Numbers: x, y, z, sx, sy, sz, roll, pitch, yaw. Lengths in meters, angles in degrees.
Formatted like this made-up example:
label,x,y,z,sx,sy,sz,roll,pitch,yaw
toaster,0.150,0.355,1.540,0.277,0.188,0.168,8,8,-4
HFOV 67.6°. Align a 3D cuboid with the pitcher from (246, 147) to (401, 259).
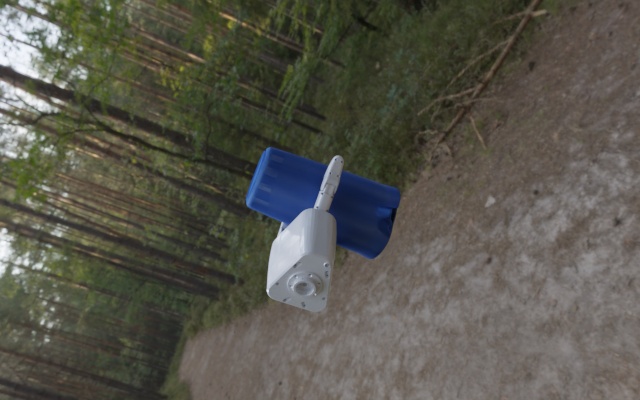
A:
label,x,y,z,sx,sy,sz,roll,pitch,yaw
pitcher,0.000,0.003,0.822,0.243,0.149,0.145,21,32,-12
